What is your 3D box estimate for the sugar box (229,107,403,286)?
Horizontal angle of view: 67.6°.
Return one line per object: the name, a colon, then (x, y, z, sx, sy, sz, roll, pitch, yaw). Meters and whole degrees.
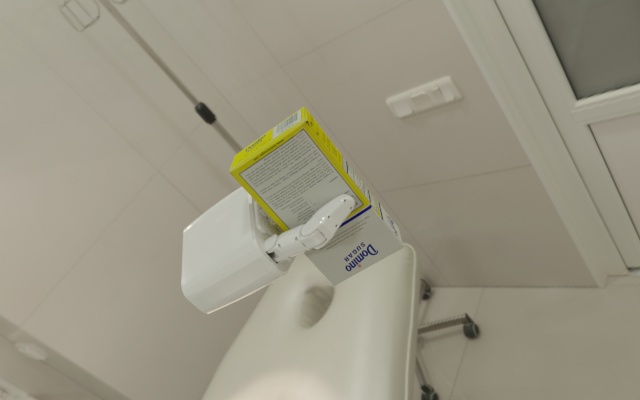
sugar box: (0.000, 0.001, 0.495, 0.093, 0.176, 0.048, -31, 28, 17)
